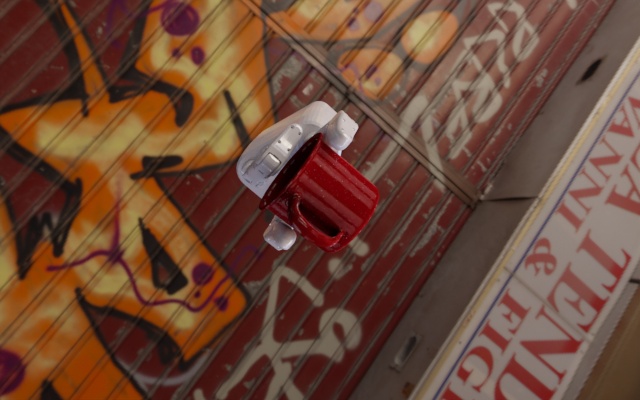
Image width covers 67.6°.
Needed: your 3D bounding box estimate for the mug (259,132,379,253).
[{"bbox_3d":[0.000,0.002,0.446,0.081,0.093,0.117,39,24,-14],"label":"mug"}]
